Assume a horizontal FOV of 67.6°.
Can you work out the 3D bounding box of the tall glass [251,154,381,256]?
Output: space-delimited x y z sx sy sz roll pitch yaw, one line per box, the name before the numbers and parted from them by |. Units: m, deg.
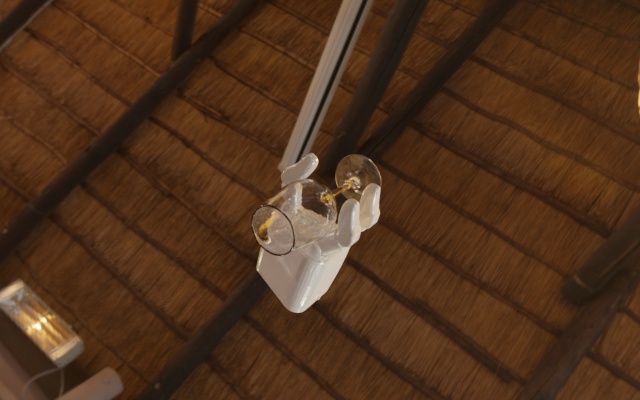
tall glass | 0.000 0.002 0.607 0.079 0.079 0.201 0 19 35
